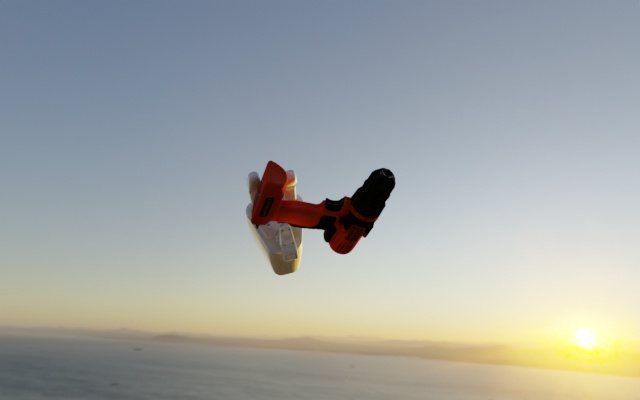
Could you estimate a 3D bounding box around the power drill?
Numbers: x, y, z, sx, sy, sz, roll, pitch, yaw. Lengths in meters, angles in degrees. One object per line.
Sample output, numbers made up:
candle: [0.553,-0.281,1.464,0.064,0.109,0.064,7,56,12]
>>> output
power drill: [0.000,0.002,0.720,0.187,0.057,0.184,16,-47,-13]
